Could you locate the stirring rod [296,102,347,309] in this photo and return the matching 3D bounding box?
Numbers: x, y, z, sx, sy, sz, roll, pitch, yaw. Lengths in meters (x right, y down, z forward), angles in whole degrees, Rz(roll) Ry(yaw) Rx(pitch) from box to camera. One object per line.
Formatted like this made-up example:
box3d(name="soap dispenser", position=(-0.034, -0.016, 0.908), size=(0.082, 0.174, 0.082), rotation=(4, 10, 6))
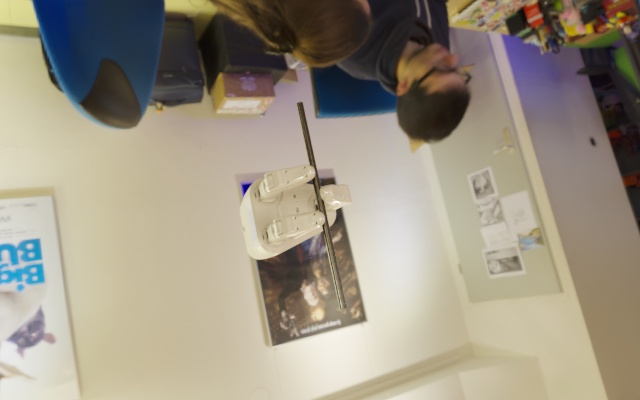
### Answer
box3d(name="stirring rod", position=(0.000, 0.002, 0.540), size=(0.011, 0.239, 0.011), rotation=(-12, -10, -2))
